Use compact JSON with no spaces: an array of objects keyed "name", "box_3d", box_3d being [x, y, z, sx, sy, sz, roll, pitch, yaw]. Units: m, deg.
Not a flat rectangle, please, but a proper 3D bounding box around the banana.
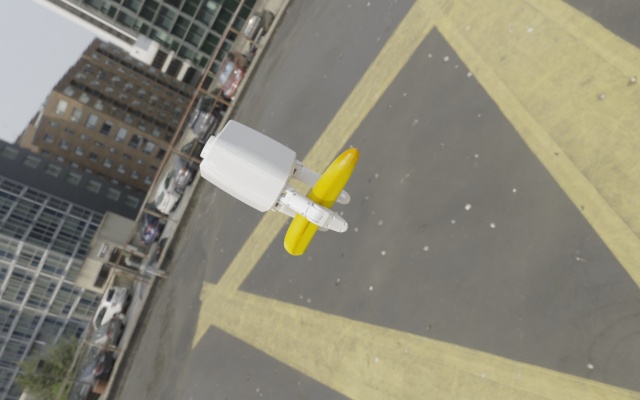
[{"name":"banana","box_3d":[-0.007,0.012,0.664,0.037,0.198,0.069,32,31,3]}]
